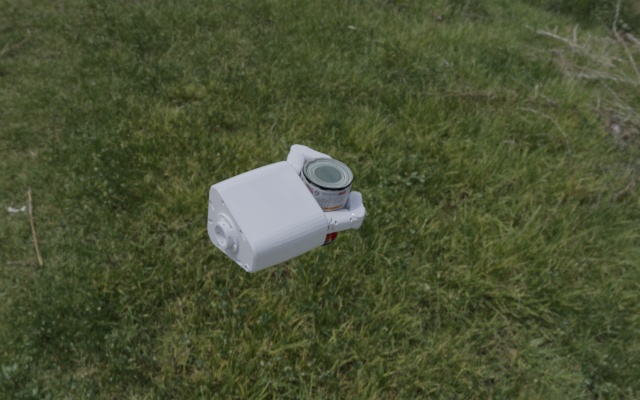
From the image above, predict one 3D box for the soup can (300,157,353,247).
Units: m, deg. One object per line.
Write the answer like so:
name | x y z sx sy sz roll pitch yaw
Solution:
soup can | 0.001 0.002 0.638 0.068 0.102 0.068 8 39 -7
